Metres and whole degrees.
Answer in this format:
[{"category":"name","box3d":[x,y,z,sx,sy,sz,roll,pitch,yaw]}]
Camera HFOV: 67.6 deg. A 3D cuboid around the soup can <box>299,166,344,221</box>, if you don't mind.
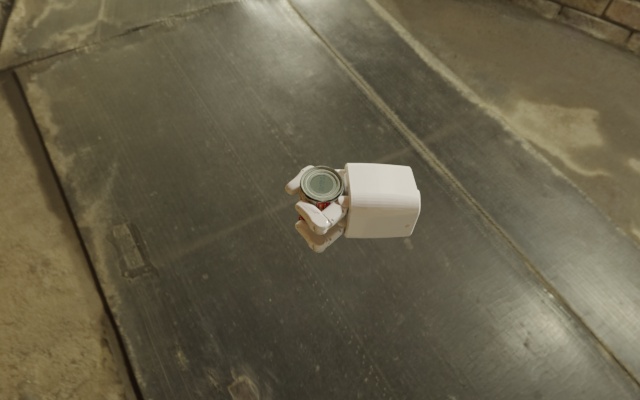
[{"category":"soup can","box3d":[0.000,0.002,0.749,0.068,0.068,0.102,0,-34,-3]}]
